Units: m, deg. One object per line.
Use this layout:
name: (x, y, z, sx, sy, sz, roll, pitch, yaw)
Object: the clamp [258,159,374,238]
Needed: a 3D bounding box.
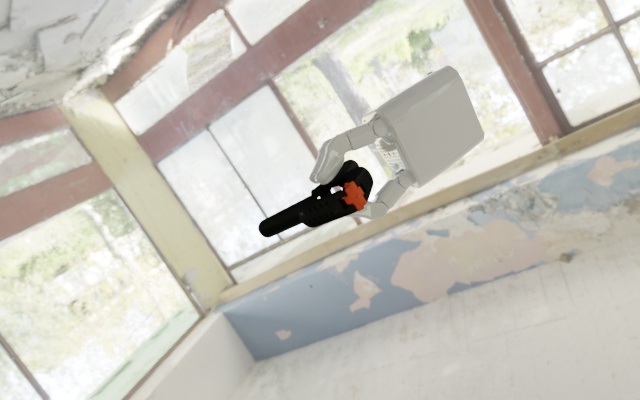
clamp: (0.001, 0.002, 0.566, 0.164, 0.036, 0.210, -36, 9, -6)
